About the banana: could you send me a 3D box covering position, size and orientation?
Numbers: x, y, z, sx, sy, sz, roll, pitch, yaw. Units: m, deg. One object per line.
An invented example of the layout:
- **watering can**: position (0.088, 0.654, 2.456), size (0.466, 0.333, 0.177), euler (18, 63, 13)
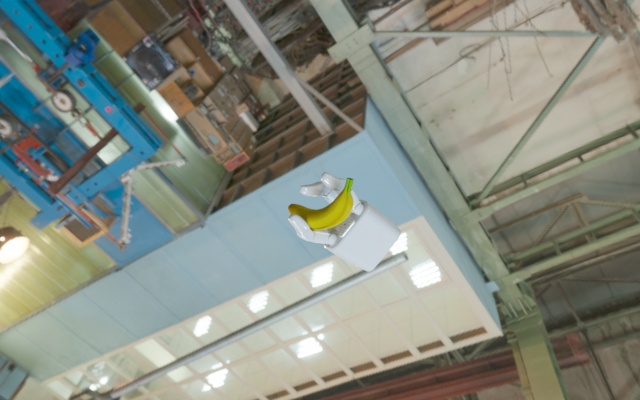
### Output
- **banana**: position (0.001, 0.020, 0.854), size (0.037, 0.069, 0.198), euler (16, -23, -33)
